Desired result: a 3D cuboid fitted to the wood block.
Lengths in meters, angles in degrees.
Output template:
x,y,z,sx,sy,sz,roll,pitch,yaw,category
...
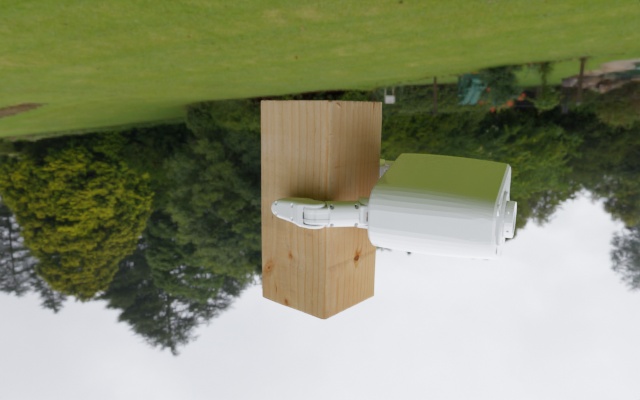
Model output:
x,y,z,sx,sy,sz,roll,pitch,yaw,category
0.000,0.002,0.493,0.090,0.206,0.091,10,14,39,wood block
